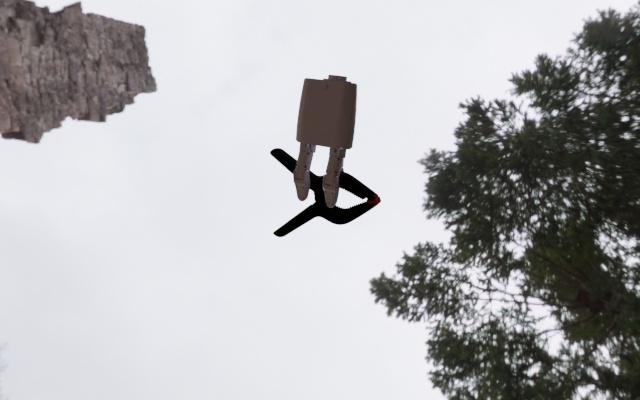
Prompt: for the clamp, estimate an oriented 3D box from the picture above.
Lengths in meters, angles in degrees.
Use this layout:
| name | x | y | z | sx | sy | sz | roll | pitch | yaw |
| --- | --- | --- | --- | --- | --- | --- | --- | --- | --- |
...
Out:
| name | x | y | z | sx | sy | sz | roll | pitch | yaw |
| --- | --- | --- | --- | --- | --- | --- | --- | --- | --- |
| clamp | 0.001 | 0.002 | 0.840 | 0.210 | 0.164 | 0.036 | 12 | 18 | 21 |
